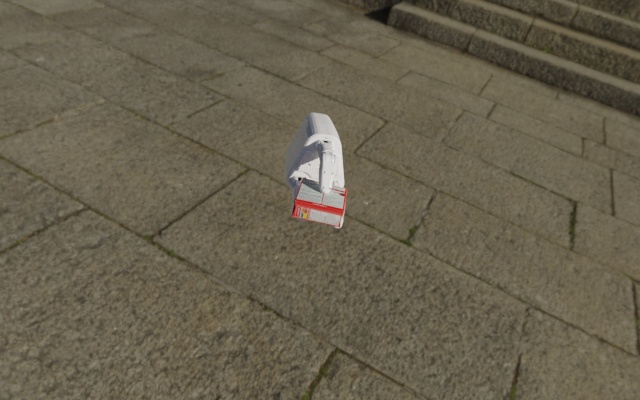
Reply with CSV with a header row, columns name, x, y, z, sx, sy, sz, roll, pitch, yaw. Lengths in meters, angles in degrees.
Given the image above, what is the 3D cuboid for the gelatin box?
name,x,y,z,sx,sy,sz,roll,pitch,yaw
gelatin box,0.000,0.002,0.721,0.073,0.030,0.089,13,25,0
